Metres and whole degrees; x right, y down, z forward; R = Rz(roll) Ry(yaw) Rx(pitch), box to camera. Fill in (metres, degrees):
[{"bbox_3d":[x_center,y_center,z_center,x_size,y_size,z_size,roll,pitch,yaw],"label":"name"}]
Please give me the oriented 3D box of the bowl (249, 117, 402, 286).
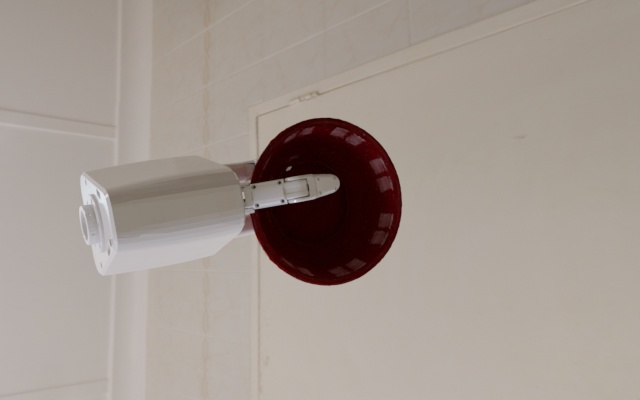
[{"bbox_3d":[0.001,0.002,0.481,0.162,0.162,0.055,0,-2,-23],"label":"bowl"}]
